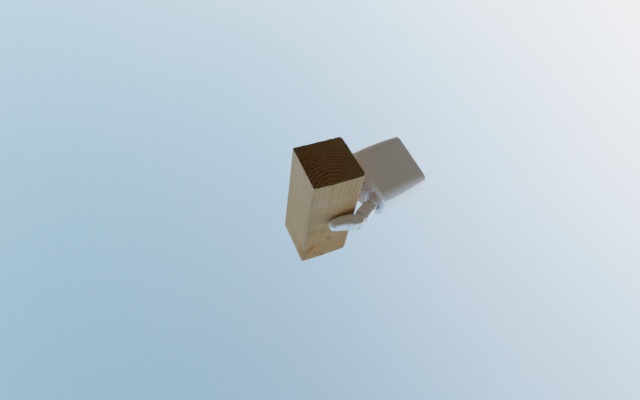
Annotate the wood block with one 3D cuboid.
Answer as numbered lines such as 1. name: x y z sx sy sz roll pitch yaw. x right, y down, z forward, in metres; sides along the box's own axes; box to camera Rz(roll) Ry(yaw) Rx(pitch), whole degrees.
1. wood block: 0.001 0.003 0.818 0.090 0.090 0.206 -16 -34 -20
